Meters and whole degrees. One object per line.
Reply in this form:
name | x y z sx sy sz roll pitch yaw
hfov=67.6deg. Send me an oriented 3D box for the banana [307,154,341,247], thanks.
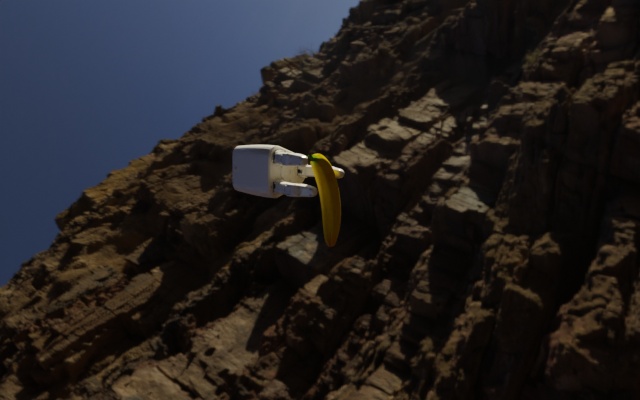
banana | 0.009 -0.010 0.888 0.037 0.198 0.069 6 35 33
